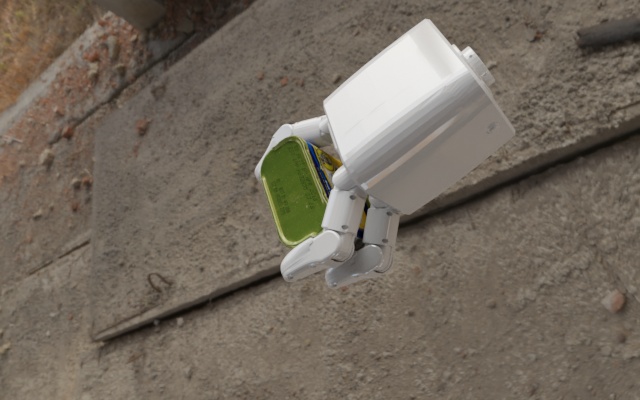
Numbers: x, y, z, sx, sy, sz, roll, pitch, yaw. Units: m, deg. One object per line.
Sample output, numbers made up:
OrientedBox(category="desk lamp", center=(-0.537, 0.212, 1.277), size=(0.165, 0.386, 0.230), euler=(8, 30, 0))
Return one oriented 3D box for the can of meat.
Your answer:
OrientedBox(category="can of meat", center=(0.000, 0.001, 0.415), size=(0.057, 0.102, 0.084), euler=(-35, -32, 22))
